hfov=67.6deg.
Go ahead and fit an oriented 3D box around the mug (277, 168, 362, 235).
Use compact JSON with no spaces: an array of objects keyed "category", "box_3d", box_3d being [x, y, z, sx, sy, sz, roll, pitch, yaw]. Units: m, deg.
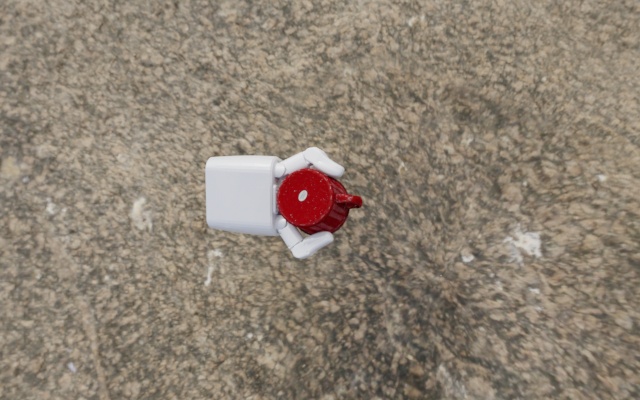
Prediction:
[{"category":"mug","box_3d":[0.001,0.002,0.670,0.117,0.093,0.081,2,-8,16]}]
